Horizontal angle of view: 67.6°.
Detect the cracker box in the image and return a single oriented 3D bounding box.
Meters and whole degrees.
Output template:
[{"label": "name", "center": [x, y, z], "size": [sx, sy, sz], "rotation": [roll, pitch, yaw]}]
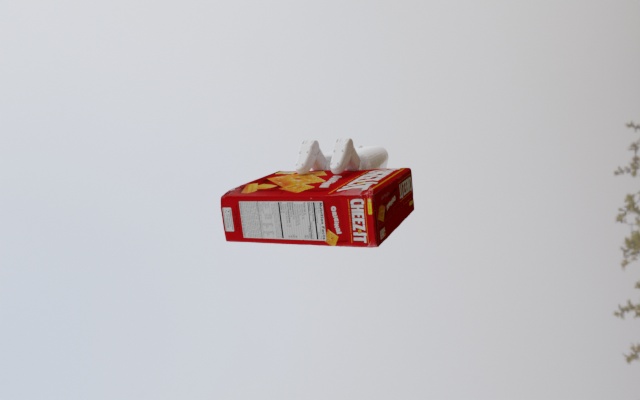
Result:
[{"label": "cracker box", "center": [0.000, 0.002, 0.642], "size": [0.213, 0.072, 0.164], "rotation": [-1, 14, 26]}]
